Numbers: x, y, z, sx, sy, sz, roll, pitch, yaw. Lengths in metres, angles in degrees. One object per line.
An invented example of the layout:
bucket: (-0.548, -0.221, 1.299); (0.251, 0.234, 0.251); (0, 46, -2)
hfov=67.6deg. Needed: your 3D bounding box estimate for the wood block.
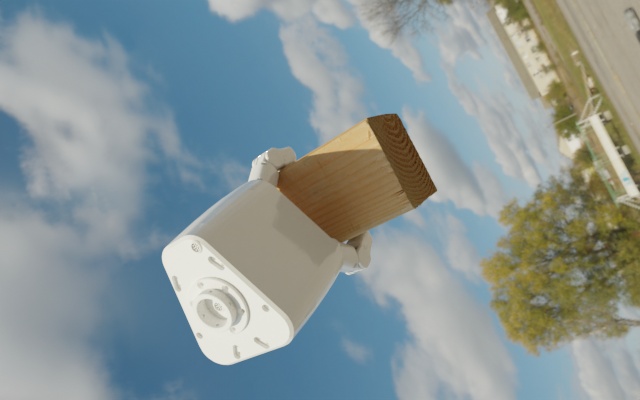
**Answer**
wood block: (0.000, 0.001, 0.493); (0.206, 0.091, 0.090); (-28, -1, 30)
